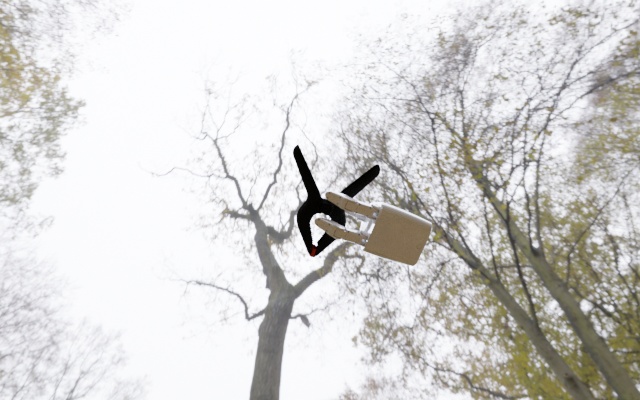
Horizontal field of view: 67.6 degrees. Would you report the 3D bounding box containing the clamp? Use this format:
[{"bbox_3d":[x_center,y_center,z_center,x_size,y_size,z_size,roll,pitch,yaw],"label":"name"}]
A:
[{"bbox_3d":[0.000,0.003,0.897,0.164,0.210,0.036,20,14,-5],"label":"clamp"}]
